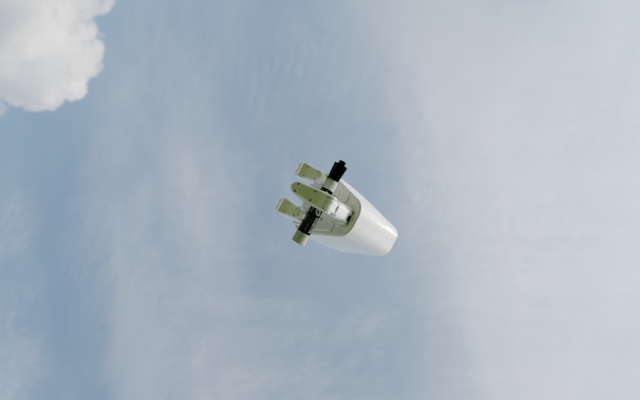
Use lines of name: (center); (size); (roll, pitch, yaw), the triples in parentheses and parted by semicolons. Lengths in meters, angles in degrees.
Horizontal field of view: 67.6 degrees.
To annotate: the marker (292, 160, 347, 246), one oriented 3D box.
marker: (0.000, 0.002, 0.616); (0.020, 0.121, 0.020); (29, -3, 2)
